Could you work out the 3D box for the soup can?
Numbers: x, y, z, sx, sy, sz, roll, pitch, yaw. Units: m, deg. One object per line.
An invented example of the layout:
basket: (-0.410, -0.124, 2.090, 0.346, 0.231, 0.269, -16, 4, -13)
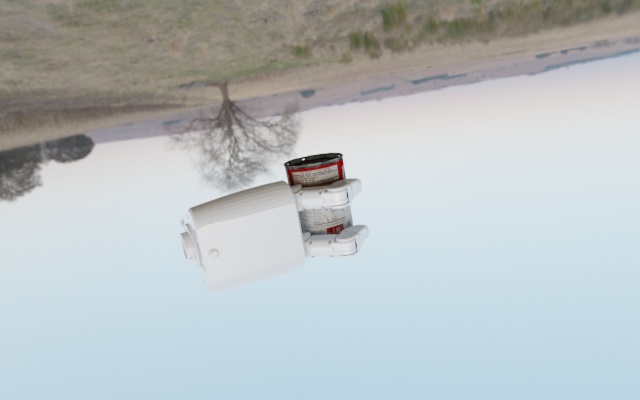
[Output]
soup can: (0.001, 0.002, 0.548, 0.068, 0.102, 0.068, -9, 13, 2)
